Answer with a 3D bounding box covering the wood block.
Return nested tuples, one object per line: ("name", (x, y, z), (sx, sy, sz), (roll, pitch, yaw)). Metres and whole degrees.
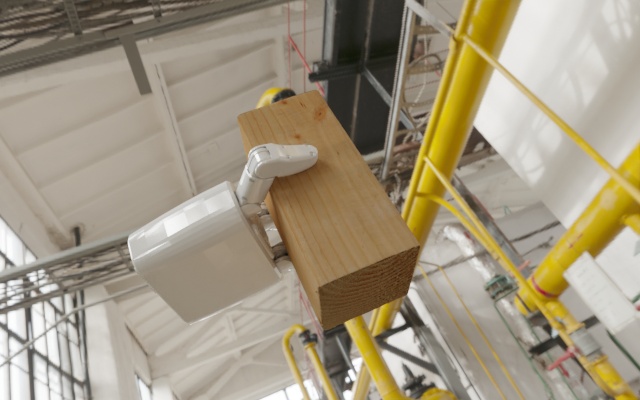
("wood block", (0.000, 0.001, 0.456), (0.090, 0.206, 0.091), (-21, -35, -12))
